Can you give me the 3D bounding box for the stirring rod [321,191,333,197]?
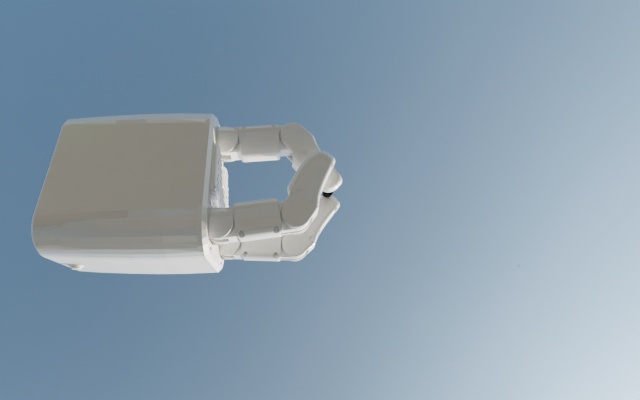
[{"bbox_3d":[0.000,0.002,0.479,0.011,0.011,0.239,0,-4,-3],"label":"stirring rod"}]
